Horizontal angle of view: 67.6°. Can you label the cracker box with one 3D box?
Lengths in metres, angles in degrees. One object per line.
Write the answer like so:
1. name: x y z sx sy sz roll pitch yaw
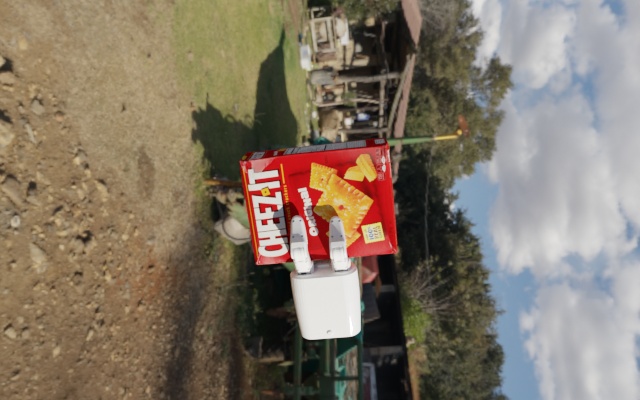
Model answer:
1. cracker box: 0.000 0.002 0.708 0.214 0.164 0.072 -6 15 5
